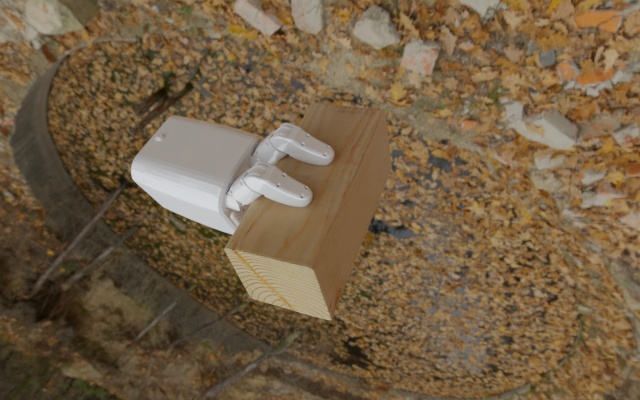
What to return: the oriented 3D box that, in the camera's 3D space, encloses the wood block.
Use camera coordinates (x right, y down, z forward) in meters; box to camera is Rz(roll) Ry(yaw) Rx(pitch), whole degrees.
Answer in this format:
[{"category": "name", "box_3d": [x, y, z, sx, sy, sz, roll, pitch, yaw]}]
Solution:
[{"category": "wood block", "box_3d": [0.000, 0.002, 0.489, 0.090, 0.206, 0.091, 10, -38, 22]}]
